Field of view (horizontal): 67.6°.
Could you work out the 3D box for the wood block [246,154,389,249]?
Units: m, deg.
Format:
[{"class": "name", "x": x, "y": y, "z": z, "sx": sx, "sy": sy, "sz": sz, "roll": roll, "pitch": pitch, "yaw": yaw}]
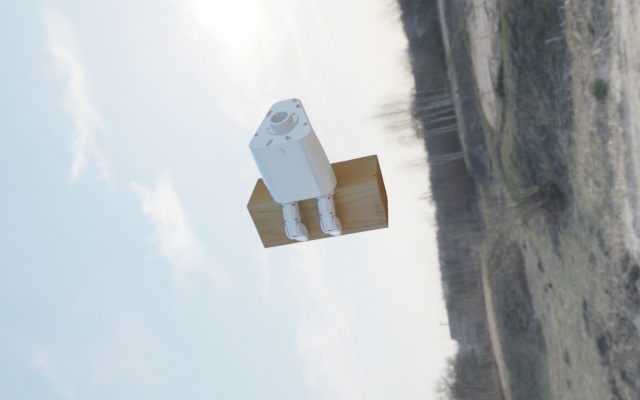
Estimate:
[{"class": "wood block", "x": 0.000, "y": 0.002, "z": 0.771, "sx": 0.206, "sy": 0.090, "sz": 0.090, "roll": -10, "pitch": 32, "yaw": 14}]
